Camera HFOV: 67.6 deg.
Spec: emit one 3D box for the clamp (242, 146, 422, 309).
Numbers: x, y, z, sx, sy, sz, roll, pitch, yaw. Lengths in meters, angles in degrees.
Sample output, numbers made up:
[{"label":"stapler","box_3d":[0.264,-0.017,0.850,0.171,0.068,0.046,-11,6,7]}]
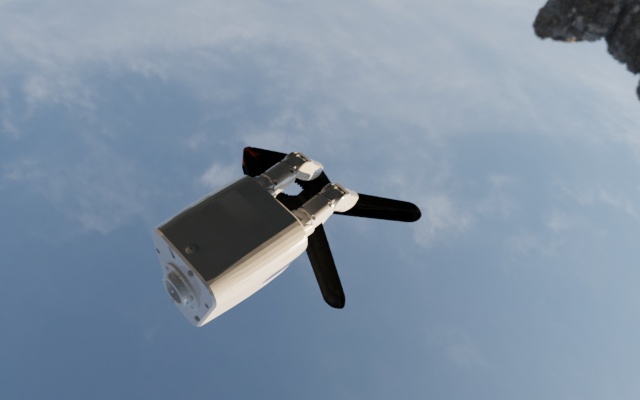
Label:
[{"label":"clamp","box_3d":[-0.001,0.002,0.533,0.210,0.036,0.164,42,53,20]}]
